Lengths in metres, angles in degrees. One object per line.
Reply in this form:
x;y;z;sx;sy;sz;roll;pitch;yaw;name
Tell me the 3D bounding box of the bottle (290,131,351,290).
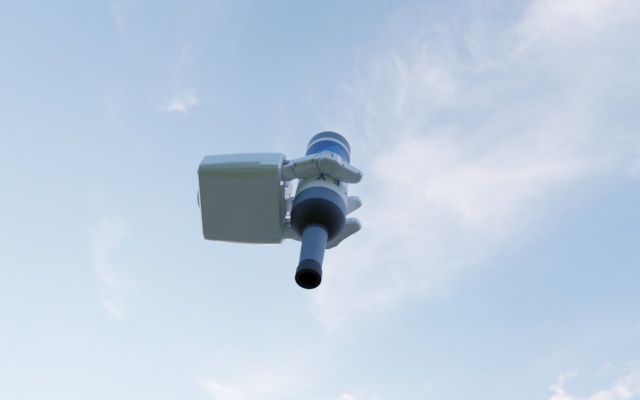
0.000;0.002;0.597;0.069;0.069;0.295;0;31;6;bottle
